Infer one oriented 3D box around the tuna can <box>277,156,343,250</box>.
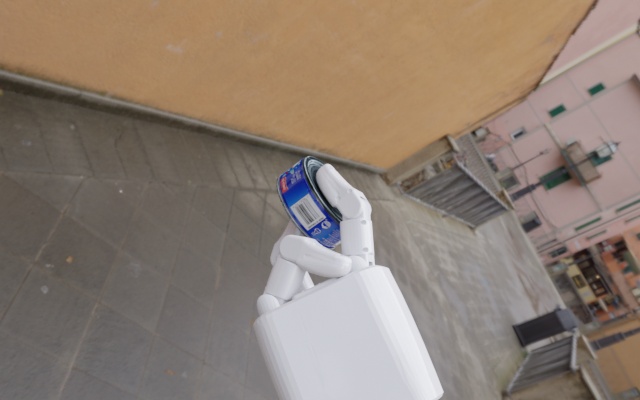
[{"bbox_3d":[0.000,0.001,0.444,0.034,0.086,0.086,-36,-14,20],"label":"tuna can"}]
